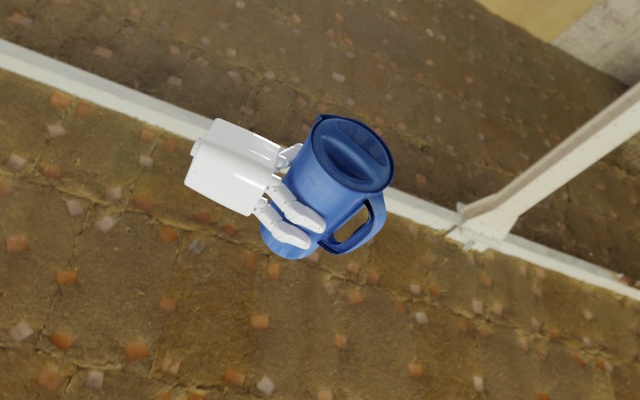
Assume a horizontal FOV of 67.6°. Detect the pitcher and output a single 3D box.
[{"bbox_3d":[0.000,0.002,0.734,0.145,0.149,0.243,27,-42,-12],"label":"pitcher"}]
